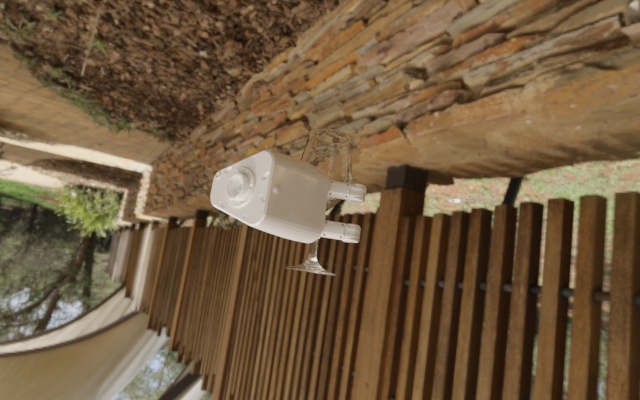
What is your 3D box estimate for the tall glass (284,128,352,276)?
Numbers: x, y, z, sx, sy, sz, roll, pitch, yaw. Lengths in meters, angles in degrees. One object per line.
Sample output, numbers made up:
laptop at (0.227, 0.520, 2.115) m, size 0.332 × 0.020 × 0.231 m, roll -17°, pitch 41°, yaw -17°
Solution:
tall glass at (0.000, 0.003, 0.679) m, size 0.079 × 0.201 × 0.079 m, roll 8°, pitch -9°, yaw 1°
